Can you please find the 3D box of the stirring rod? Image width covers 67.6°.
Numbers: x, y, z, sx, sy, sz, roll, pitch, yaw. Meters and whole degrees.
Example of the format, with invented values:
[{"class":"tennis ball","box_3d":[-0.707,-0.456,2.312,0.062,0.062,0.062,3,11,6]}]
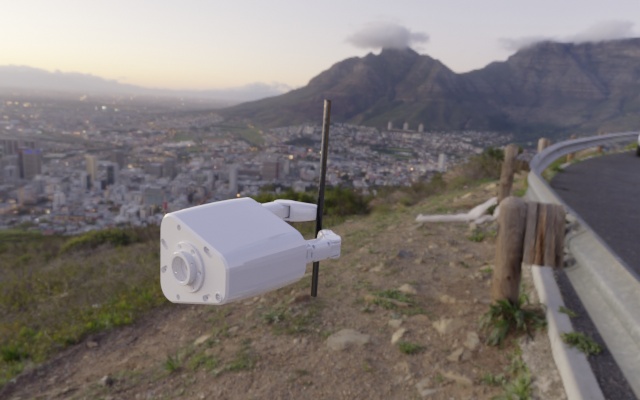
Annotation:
[{"class":"stirring rod","box_3d":[0.000,0.002,0.573,0.011,0.239,0.011,4,12,-1]}]
